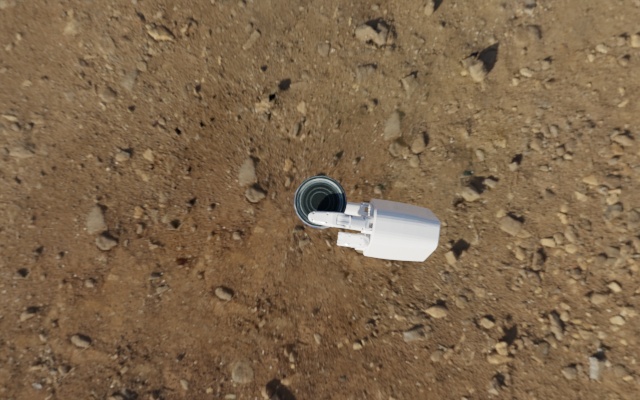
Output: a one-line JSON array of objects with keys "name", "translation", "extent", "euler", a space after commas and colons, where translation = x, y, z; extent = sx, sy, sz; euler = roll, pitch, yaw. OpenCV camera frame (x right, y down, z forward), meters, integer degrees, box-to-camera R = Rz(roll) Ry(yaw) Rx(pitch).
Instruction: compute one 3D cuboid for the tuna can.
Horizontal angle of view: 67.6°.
[{"name": "tuna can", "translation": [0.000, 0.002, 0.771], "extent": [0.086, 0.086, 0.034], "euler": [0, -3, 2]}]
